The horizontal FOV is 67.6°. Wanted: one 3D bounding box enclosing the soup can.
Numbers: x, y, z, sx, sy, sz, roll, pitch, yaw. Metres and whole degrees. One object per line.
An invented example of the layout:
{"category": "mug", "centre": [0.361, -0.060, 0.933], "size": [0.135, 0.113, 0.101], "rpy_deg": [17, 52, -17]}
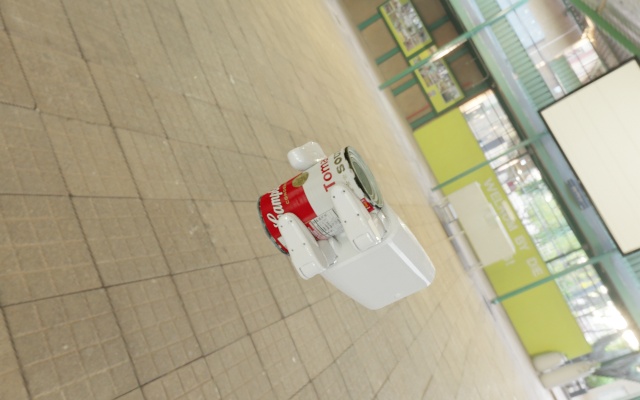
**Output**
{"category": "soup can", "centre": [0.000, 0.001, 0.455], "size": [0.102, 0.068, 0.068], "rpy_deg": [-29, -10, 18]}
